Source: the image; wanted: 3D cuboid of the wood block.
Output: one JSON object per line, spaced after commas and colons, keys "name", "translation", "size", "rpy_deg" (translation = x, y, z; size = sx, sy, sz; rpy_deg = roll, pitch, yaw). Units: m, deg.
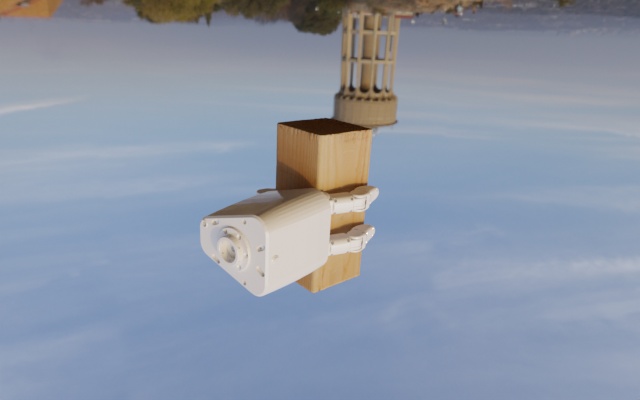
{"name": "wood block", "translation": [0.000, 0.002, 0.635], "size": [0.090, 0.206, 0.091], "rpy_deg": [-14, 26, -39]}
